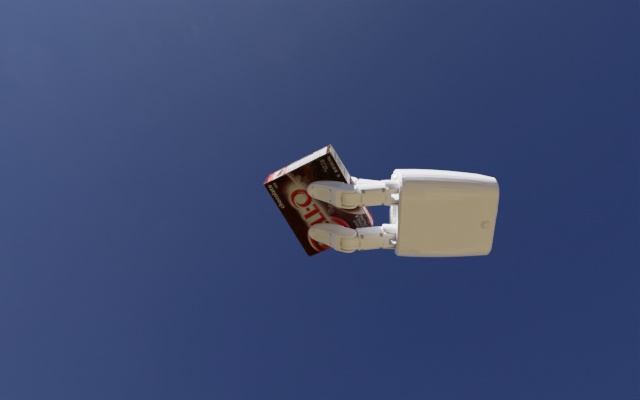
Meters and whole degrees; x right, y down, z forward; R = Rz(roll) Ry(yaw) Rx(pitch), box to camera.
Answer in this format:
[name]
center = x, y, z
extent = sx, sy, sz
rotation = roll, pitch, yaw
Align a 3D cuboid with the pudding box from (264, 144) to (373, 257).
[pudding box]
center = 0.000, 0.002, 0.572
extent = 0.090, 0.113, 0.039
rotation = -25, 18, 16
